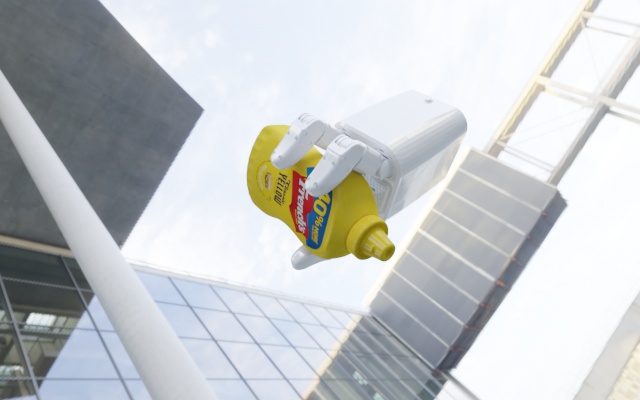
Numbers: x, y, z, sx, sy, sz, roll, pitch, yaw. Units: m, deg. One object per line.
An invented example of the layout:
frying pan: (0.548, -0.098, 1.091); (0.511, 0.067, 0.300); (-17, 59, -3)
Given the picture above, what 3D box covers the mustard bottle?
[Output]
mustard bottle: (0.000, 0.002, 0.466); (0.058, 0.096, 0.191); (-8, 32, -41)
